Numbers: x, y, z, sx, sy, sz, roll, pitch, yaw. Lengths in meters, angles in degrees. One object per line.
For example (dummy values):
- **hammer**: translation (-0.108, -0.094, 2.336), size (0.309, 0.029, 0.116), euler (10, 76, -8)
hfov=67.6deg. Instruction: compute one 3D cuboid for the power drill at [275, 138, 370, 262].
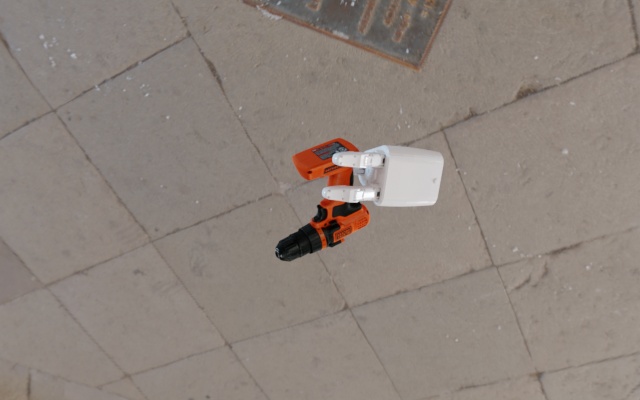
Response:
- **power drill**: translation (0.000, 0.002, 0.786), size (0.184, 0.188, 0.057), euler (-25, 45, -24)
